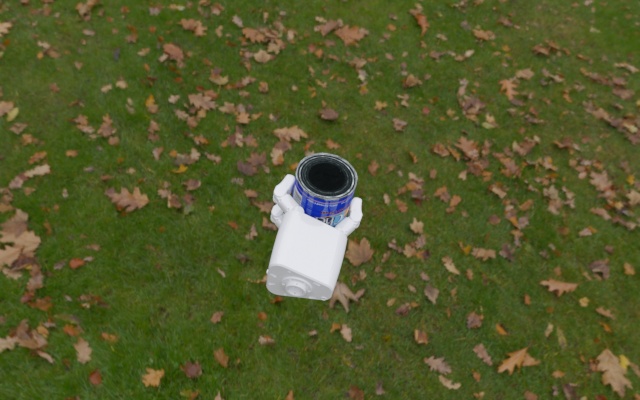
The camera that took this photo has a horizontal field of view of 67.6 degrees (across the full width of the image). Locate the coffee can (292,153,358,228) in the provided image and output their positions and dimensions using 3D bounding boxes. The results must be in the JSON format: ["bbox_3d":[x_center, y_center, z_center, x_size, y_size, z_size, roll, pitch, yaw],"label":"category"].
[{"bbox_3d":[0.000,0.003,0.829,0.103,0.102,0.140,0,-39,-11],"label":"coffee can"}]
